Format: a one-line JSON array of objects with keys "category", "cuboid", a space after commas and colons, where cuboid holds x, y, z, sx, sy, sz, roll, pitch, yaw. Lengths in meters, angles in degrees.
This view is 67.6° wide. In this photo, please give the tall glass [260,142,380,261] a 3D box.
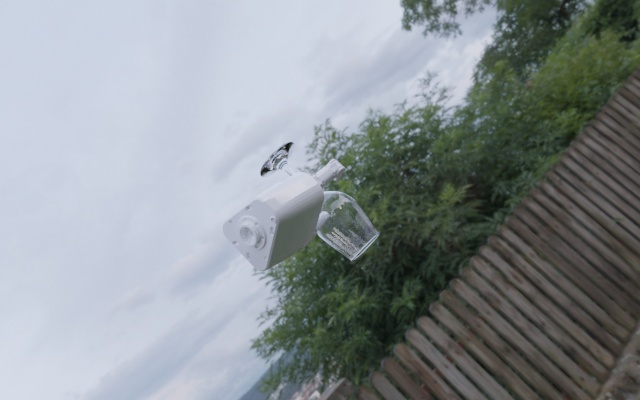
[{"category": "tall glass", "cuboid": [0.000, 0.002, 0.743, 0.201, 0.079, 0.079, 44, 11, 11]}]
